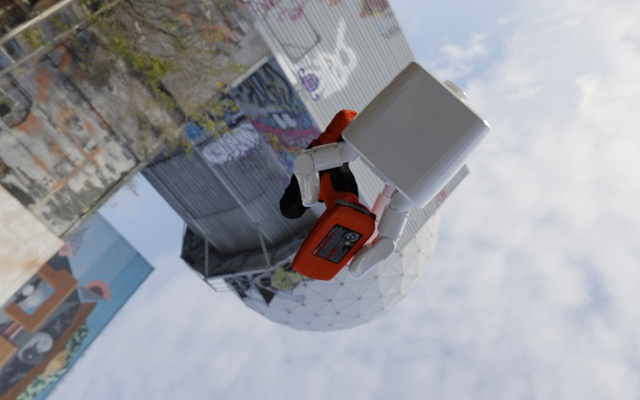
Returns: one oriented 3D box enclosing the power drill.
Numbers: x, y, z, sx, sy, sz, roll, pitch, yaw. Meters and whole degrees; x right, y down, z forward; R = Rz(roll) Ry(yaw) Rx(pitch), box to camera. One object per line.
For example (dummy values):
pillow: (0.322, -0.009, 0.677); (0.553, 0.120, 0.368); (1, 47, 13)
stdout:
power drill: (0.000, 0.002, 0.580); (0.057, 0.184, 0.187); (20, 36, -21)
